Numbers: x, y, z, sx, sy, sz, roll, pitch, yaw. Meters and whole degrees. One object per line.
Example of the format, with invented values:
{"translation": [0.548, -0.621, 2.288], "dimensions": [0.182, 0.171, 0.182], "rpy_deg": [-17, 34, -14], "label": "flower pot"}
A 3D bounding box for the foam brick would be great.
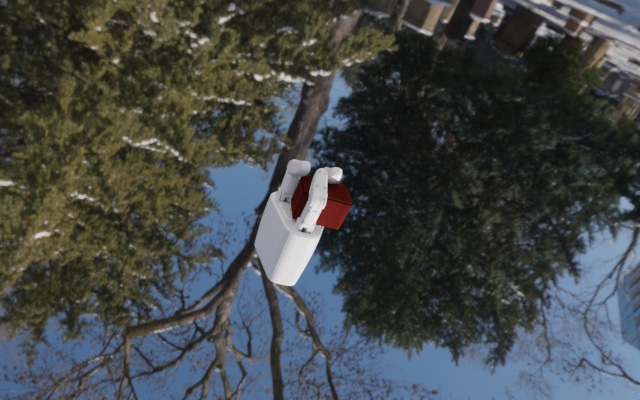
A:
{"translation": [0.000, 0.002, 0.731], "dimensions": [0.078, 0.051, 0.053], "rpy_deg": [15, 30, -16], "label": "foam brick"}
